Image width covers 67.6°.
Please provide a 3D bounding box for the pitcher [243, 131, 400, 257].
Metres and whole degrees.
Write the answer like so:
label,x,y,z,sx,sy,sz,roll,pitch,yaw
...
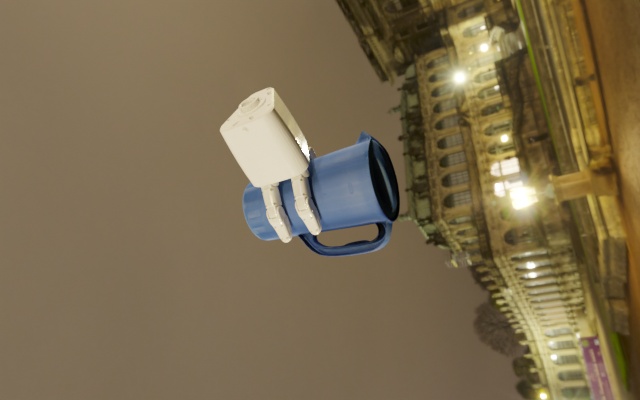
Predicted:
label,x,y,z,sx,sy,sz,roll,pitch,yaw
pitcher,0.000,0.002,0.778,0.243,0.145,0.149,-14,35,25
